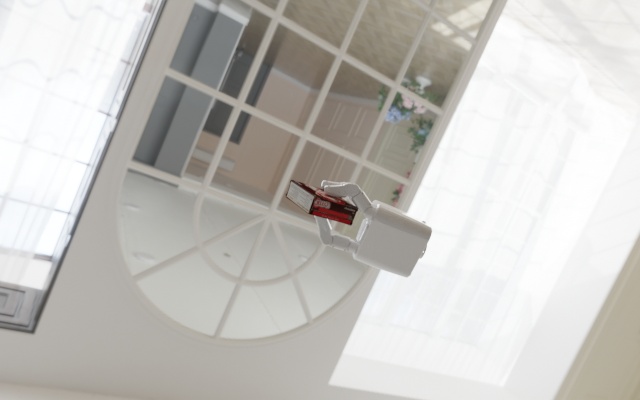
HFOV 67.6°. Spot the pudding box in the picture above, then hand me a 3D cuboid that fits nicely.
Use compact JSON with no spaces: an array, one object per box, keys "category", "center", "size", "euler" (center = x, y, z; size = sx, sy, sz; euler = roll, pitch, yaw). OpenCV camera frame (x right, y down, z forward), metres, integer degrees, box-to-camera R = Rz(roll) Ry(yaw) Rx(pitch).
[{"category":"pudding box","center":[0.000,0.003,0.843],"size":[0.090,0.039,0.113],"euler":[17,6,-29]}]
